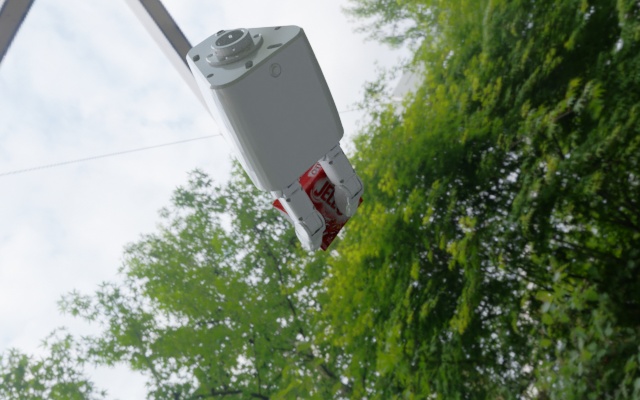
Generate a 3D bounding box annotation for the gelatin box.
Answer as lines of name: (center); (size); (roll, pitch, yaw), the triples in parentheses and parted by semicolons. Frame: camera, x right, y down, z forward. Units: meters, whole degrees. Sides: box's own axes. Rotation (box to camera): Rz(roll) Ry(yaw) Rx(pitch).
gelatin box: (0.000, 0.002, 0.501); (0.030, 0.073, 0.089); (29, -14, 39)
